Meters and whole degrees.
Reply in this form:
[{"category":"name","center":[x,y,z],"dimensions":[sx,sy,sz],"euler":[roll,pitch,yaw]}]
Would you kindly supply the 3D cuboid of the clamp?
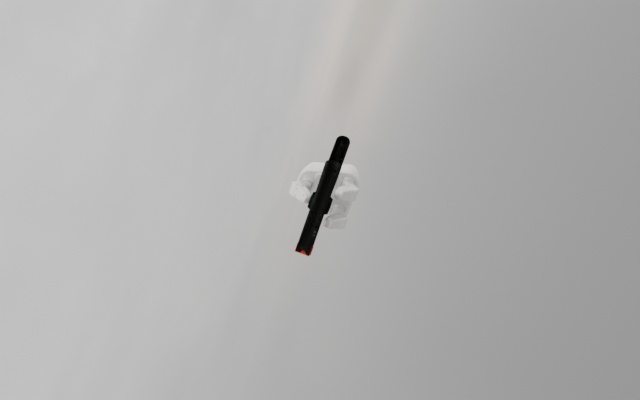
[{"category":"clamp","center":[-0.001,0.003,0.780],"dimensions":[0.036,0.210,0.164],"euler":[20,16,2]}]
